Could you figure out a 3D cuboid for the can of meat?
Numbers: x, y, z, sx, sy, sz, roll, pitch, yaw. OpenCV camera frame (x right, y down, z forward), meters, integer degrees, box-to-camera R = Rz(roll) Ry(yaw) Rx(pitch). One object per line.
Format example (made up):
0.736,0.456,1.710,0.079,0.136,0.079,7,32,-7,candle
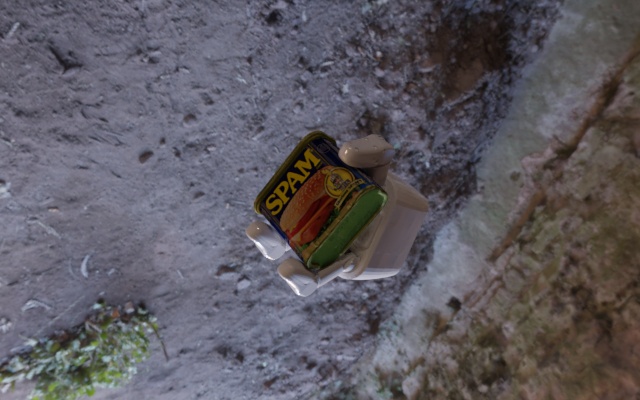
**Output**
0.000,0.002,0.445,0.084,0.102,0.057,46,14,29,can of meat
